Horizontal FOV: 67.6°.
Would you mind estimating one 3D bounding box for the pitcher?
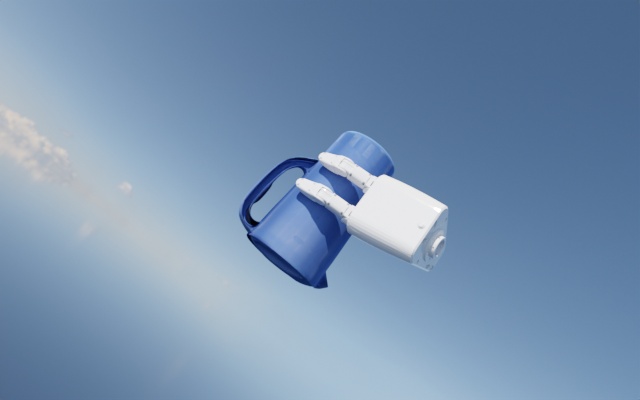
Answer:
[{"bbox_3d":[0.000,0.003,0.752,0.145,0.242,0.149,29,-18,33],"label":"pitcher"}]
